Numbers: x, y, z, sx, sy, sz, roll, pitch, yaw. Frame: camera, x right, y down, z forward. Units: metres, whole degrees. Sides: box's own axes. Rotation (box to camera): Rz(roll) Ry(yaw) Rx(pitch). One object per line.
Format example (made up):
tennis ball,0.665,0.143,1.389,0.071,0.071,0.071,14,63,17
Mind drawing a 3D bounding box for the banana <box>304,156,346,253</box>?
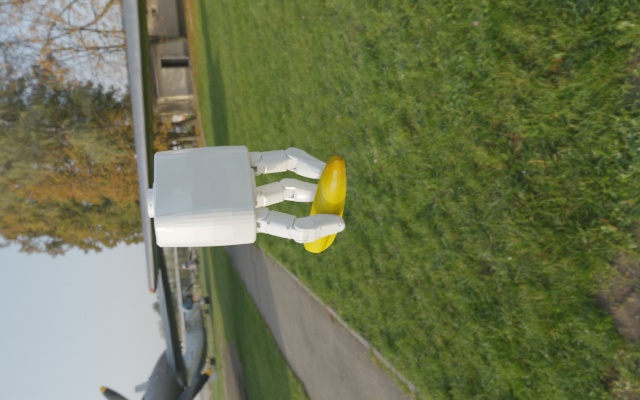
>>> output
banana,0.001,0.020,0.598,0.037,0.069,0.198,-1,-25,-11
